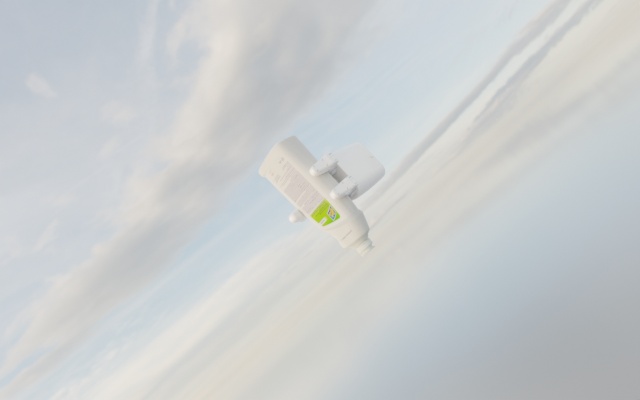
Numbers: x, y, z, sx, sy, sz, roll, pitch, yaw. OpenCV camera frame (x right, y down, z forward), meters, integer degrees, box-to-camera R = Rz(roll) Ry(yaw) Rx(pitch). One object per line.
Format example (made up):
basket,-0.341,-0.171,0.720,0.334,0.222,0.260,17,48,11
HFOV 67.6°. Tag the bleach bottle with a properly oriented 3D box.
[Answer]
bleach bottle,0.000,0.003,0.872,0.068,0.251,0.103,-34,-12,-44
